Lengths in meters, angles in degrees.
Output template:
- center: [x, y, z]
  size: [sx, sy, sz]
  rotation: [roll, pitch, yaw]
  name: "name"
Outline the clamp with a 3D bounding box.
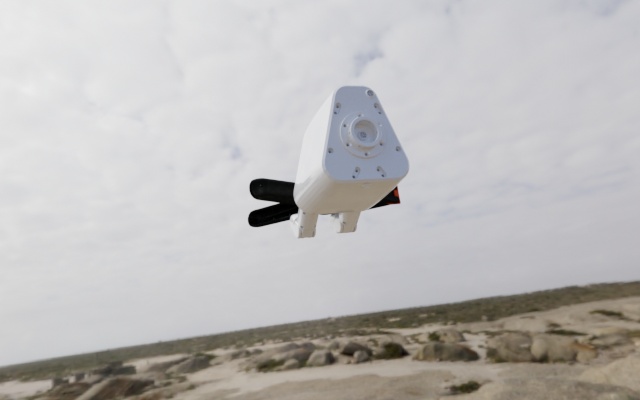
- center: [0.001, 0.001, 0.635]
  size: [0.210, 0.036, 0.164]
  rotation: [-3, -14, -17]
  name: "clamp"
